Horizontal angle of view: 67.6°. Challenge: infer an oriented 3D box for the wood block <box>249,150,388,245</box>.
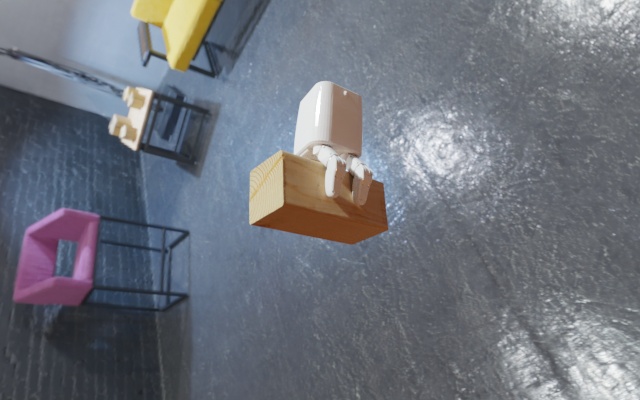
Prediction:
[{"bbox_3d":[0.000,0.002,0.752,0.206,0.090,0.091,15,-28,-36],"label":"wood block"}]
